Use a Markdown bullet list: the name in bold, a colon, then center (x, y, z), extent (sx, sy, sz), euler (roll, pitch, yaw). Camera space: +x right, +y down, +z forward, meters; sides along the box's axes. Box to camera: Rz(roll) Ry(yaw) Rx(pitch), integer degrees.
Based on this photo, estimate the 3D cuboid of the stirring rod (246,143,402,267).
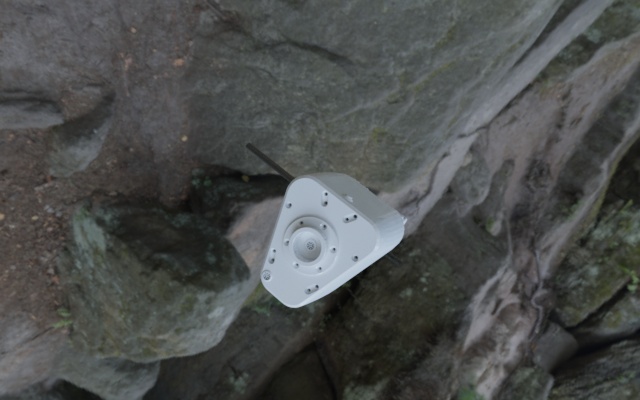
- **stirring rod**: center (0.000, 0.002, 0.577), extent (0.239, 0.011, 0.011), euler (38, 10, 13)
